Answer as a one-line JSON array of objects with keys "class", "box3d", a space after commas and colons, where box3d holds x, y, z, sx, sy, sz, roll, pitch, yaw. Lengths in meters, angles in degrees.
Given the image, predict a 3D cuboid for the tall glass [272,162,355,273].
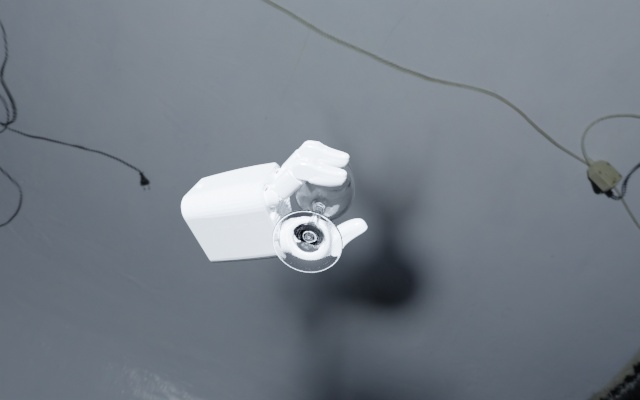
[{"class": "tall glass", "box3d": [0.000, 0.002, 0.581, 0.079, 0.079, 0.201, 0, 25, 9]}]
